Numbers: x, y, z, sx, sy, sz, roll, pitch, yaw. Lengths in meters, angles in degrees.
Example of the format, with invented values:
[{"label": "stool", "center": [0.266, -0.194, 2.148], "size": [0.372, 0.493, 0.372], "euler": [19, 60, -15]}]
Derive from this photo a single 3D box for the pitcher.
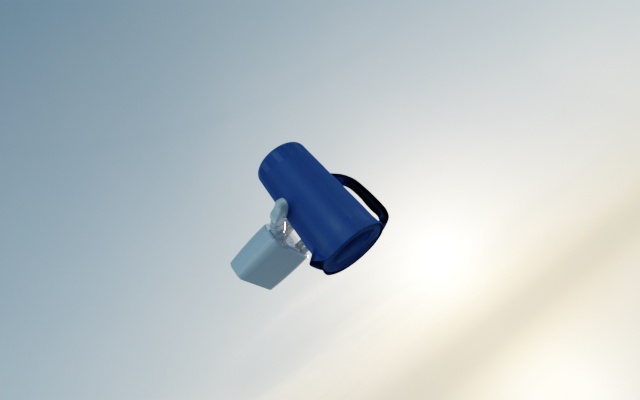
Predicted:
[{"label": "pitcher", "center": [0.000, 0.003, 0.879], "size": [0.242, 0.145, 0.149], "euler": [50, 15, 24]}]
